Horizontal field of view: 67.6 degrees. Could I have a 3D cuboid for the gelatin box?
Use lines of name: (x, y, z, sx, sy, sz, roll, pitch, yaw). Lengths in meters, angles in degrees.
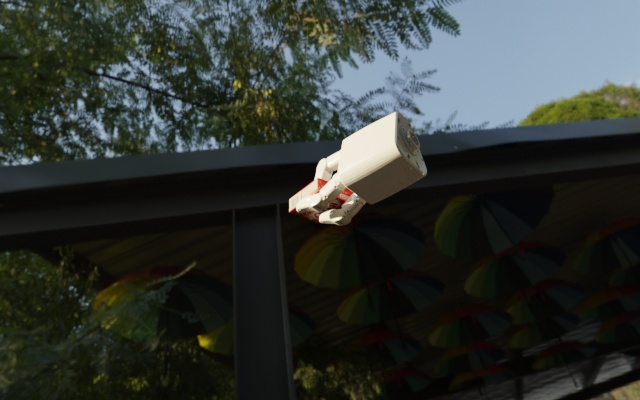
gelatin box: (0.000, 0.002, 0.818, 0.073, 0.030, 0.089, 22, -38, -31)
